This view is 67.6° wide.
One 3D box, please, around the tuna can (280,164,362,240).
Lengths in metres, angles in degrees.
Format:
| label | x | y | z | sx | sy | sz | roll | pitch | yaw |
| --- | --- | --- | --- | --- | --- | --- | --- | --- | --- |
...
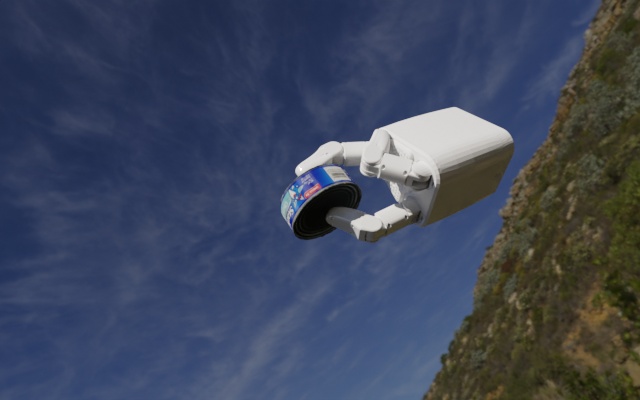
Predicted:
| label | x | y | z | sx | sy | sz | roll | pitch | yaw |
| --- | --- | --- | --- | --- | --- | --- | --- | --- | --- |
| tuna can | 0.000 | 0.001 | 0.516 | 0.086 | 0.086 | 0.033 | 0 | 44 | -45 |
